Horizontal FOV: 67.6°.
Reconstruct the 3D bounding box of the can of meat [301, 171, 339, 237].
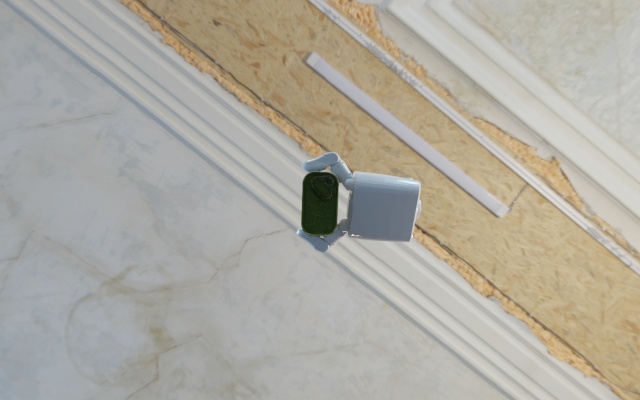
[{"bbox_3d":[0.000,0.003,0.784,0.057,0.102,0.084,2,5,1],"label":"can of meat"}]
